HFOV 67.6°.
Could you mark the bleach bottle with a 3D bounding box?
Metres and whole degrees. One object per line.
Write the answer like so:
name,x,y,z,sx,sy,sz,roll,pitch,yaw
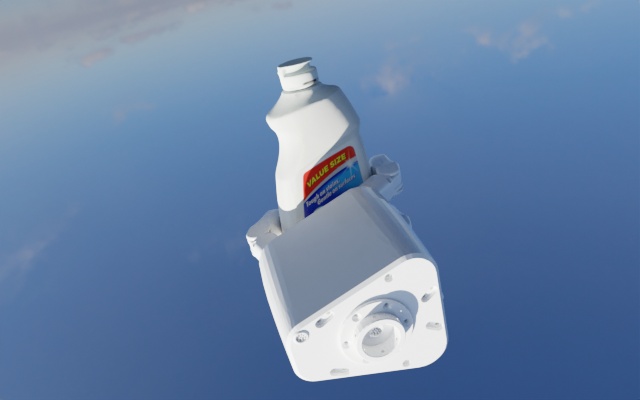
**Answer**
bleach bottle,0.000,0.001,0.434,0.102,0.251,0.068,-19,26,-9
